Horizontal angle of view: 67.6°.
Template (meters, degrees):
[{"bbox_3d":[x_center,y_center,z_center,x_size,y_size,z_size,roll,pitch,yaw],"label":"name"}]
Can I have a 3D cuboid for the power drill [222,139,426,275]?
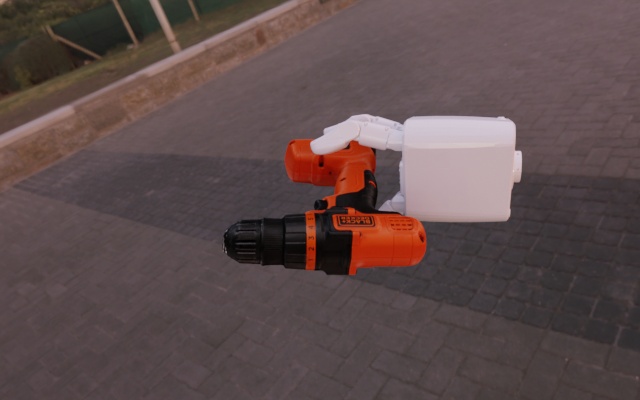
[{"bbox_3d":[0.000,0.001,0.493,0.184,0.057,0.187,2,35,-5],"label":"power drill"}]
